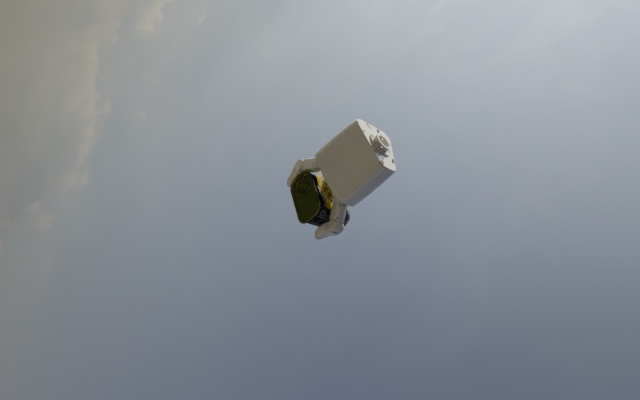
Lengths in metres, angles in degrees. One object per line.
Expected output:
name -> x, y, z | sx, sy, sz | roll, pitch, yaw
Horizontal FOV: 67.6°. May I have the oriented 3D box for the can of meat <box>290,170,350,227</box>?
can of meat -> 0.000, 0.003, 0.883 | 0.084, 0.102, 0.057 | 20, -50, -40
